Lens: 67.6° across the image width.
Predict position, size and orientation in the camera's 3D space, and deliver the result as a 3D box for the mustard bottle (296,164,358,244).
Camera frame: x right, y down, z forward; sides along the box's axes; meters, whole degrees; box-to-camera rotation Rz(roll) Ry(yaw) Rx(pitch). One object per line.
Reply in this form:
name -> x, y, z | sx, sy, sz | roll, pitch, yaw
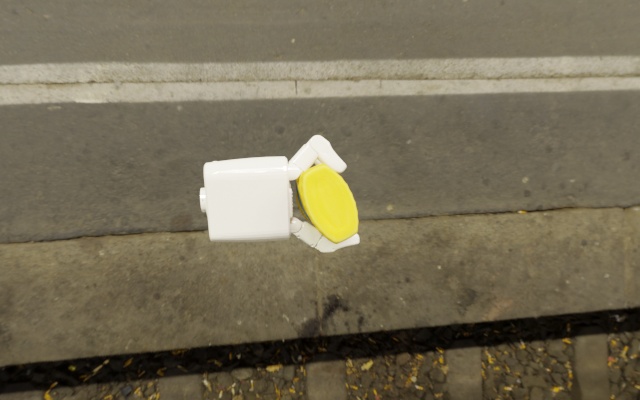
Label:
mustard bottle -> 0.000, 0.002, 0.653 | 0.058, 0.096, 0.191 | -28, 5, -6
